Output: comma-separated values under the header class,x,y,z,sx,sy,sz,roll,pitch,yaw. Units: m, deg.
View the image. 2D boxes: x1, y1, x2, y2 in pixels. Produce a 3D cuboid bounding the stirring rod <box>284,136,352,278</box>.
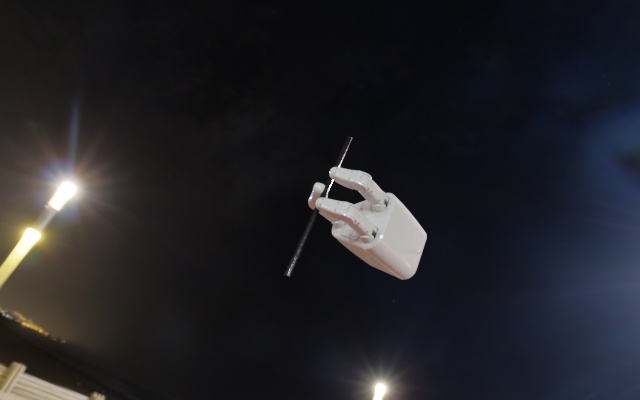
class,x,y,z,sx,sy,sz,roll,pitch,yaw
stirring rod,0.000,0.002,0.681,0.011,0.239,0.011,19,-26,10
